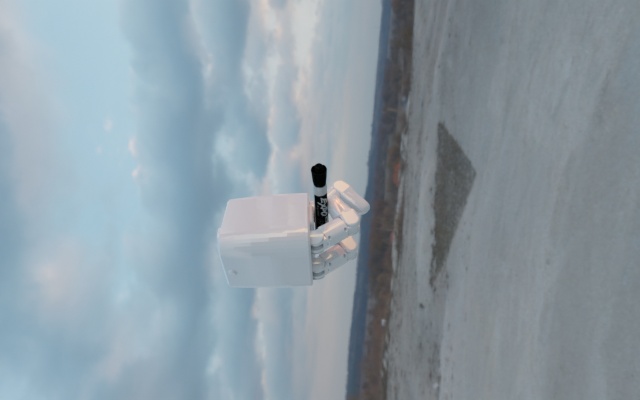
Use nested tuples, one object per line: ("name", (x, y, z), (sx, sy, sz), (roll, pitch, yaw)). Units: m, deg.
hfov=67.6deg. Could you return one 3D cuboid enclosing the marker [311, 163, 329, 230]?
("marker", (0.000, 0.002, 0.587), (0.020, 0.020, 0.121), (0, -43, 3))
